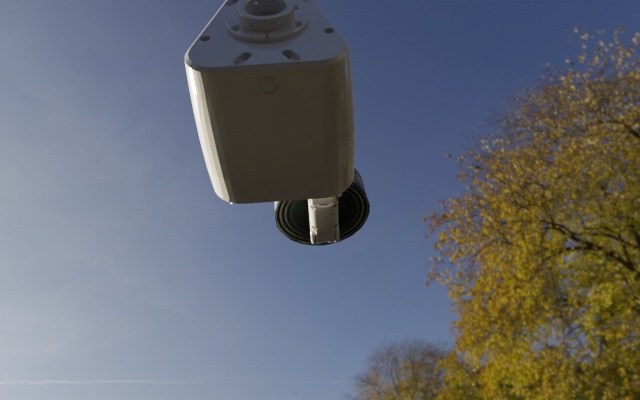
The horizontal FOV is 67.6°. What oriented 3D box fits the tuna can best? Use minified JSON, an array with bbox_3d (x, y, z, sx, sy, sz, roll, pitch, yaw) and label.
[{"bbox_3d":[0.000,0.001,0.438,0.086,0.033,0.086,-5,-44,-5],"label":"tuna can"}]
